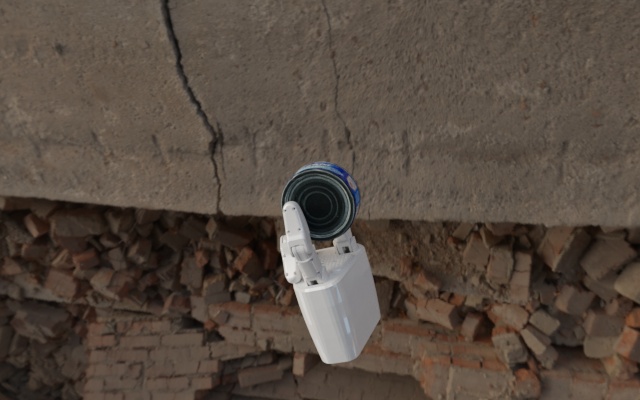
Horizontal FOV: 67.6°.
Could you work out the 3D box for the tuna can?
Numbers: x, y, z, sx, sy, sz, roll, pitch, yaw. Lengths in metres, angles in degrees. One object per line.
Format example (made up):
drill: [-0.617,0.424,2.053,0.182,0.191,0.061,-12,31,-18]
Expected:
tuna can: [0.000,0.002,0.531,0.086,0.086,0.033,0,17,14]
